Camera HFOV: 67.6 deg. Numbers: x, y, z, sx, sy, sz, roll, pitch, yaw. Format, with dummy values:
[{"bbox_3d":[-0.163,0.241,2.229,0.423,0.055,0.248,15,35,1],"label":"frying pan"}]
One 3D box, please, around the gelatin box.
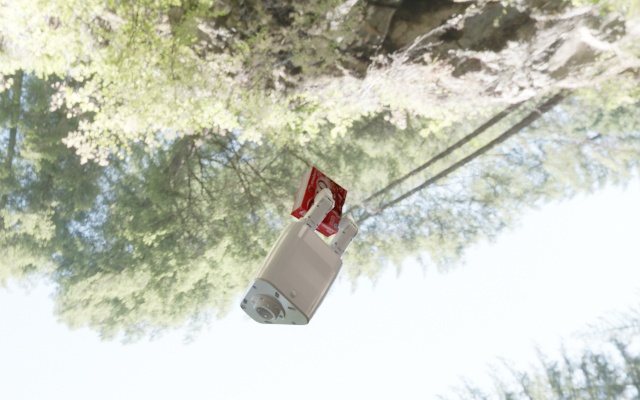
[{"bbox_3d":[0.000,0.002,0.739,0.073,0.089,0.030,34,-43,-21],"label":"gelatin box"}]
